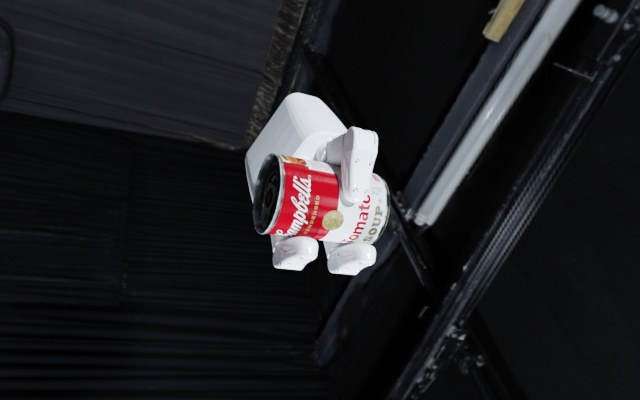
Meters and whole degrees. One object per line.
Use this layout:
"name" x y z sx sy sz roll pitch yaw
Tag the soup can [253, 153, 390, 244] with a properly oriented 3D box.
"soup can" 0.001 0.002 0.415 0.102 0.068 0.068 9 -4 -24
